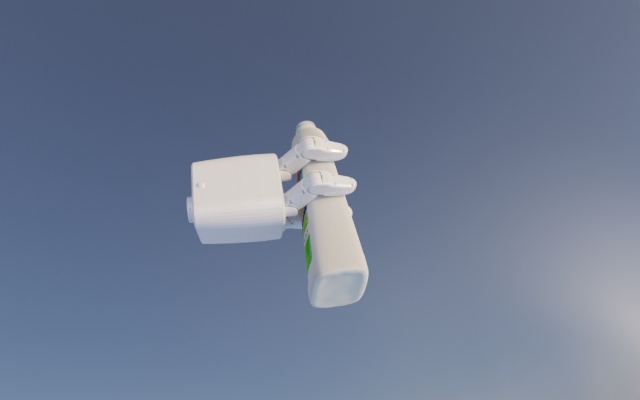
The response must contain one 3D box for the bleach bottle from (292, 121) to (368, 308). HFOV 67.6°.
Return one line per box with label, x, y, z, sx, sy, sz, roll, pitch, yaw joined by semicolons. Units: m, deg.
bleach bottle;0.000;0.002;0.617;0.068;0.250;0.103;-6;-35;-9
